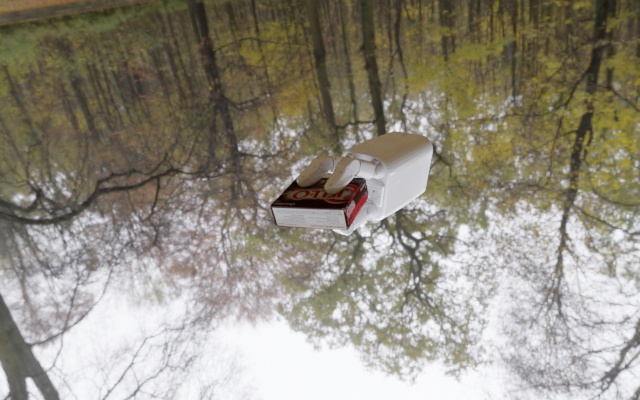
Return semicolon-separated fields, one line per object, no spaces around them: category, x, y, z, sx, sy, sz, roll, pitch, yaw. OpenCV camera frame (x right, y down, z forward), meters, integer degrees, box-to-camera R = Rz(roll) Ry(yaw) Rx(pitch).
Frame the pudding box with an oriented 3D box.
pudding box;0.000;0.002;0.664;0.113;0.039;0.090;-1;27;25
